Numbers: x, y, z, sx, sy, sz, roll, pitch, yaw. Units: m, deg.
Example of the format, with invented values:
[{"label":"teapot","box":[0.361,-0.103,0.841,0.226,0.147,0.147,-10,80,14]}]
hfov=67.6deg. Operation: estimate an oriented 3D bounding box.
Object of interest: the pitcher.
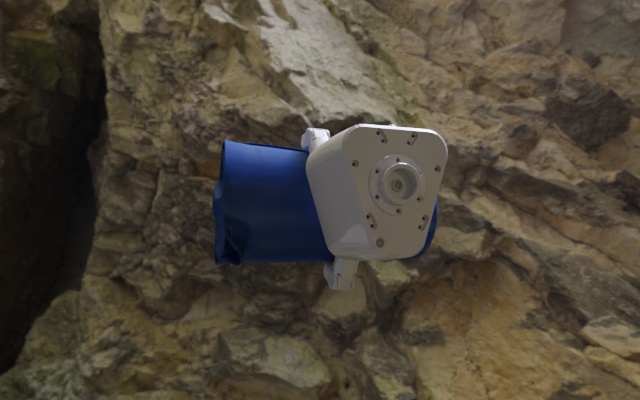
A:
[{"label":"pitcher","box":[0.000,0.002,0.548,0.243,0.149,0.145,4,-7,-15]}]
